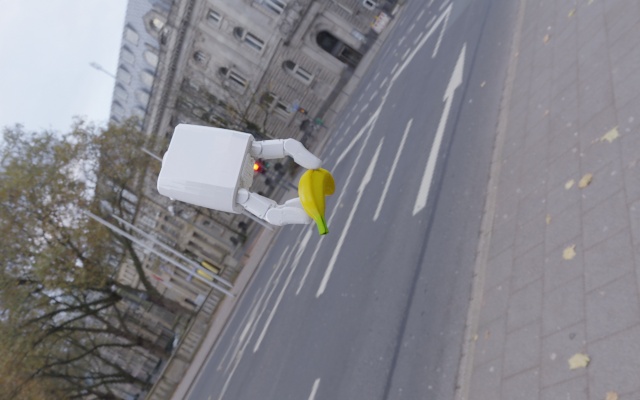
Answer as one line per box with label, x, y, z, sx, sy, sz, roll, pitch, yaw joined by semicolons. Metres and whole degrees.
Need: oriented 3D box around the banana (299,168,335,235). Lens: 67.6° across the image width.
banana;-0.004;-0.014;0.686;0.037;0.070;0.197;-10;16;9
